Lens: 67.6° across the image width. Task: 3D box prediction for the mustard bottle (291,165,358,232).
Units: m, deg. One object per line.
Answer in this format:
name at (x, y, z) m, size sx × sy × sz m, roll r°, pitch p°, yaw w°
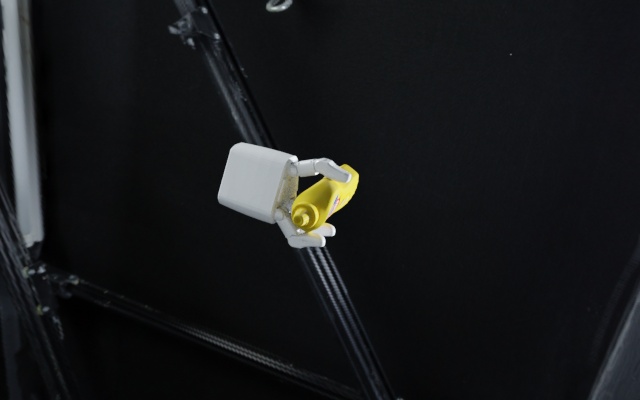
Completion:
mustard bottle at (0.001, 0.003, 0.787) m, size 0.058 × 0.096 × 0.191 m, roll 40°, pitch 26°, yaw 6°
